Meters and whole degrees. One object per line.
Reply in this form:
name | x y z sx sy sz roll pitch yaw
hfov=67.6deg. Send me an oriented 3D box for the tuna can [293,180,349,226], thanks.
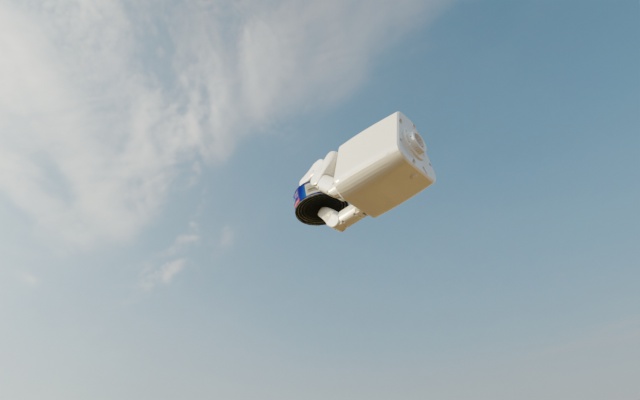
tuna can | 0.000 0.002 0.761 0.086 0.033 0.086 -7 -36 -5
